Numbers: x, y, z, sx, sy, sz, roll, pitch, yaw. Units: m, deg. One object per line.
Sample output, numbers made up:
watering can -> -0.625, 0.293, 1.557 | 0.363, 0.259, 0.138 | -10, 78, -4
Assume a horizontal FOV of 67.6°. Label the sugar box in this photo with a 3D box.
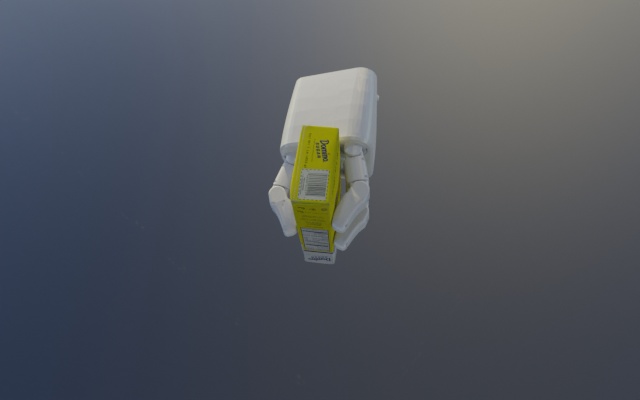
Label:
sugar box -> 0.001, 0.002, 0.554 | 0.048, 0.093, 0.176 | 4, -25, 8
